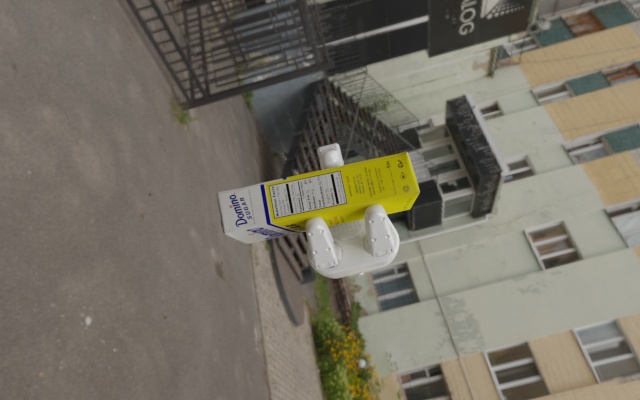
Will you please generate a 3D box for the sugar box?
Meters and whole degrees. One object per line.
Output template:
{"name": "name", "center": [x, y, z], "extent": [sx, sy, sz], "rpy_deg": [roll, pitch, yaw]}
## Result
{"name": "sugar box", "center": [0.000, 0.002, 0.459], "extent": [0.176, 0.048, 0.093], "rpy_deg": [-15, -12, 3]}
